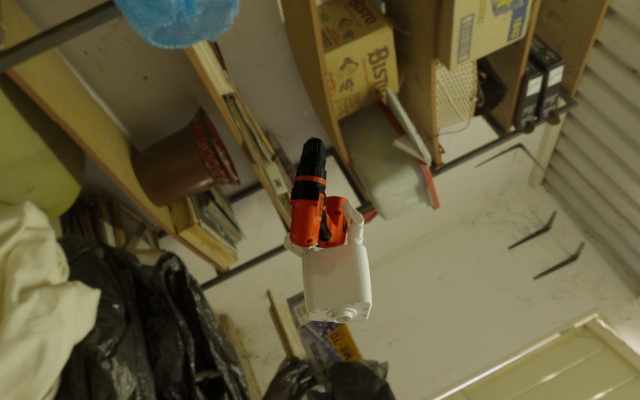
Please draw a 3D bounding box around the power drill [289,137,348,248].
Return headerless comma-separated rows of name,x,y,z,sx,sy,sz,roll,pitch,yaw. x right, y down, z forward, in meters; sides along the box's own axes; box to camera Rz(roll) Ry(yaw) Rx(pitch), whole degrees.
power drill,0.000,0.003,0.844,0.057,0.184,0.188,3,-15,20
